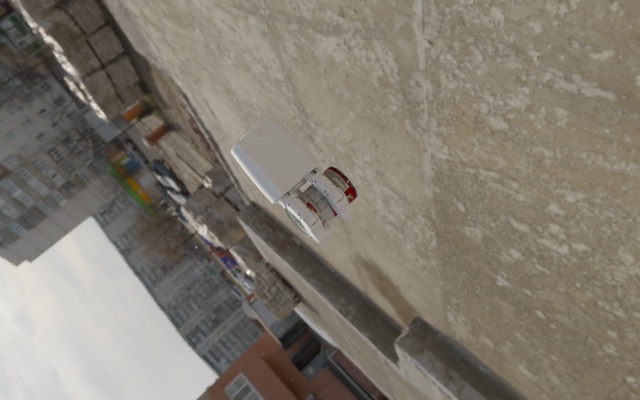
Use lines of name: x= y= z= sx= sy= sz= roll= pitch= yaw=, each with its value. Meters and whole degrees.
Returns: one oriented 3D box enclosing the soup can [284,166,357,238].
soup can: x=0.000 y=0.003 z=0.769 sx=0.102 sy=0.068 sz=0.068 roll=-42 pitch=13 yaw=-15
